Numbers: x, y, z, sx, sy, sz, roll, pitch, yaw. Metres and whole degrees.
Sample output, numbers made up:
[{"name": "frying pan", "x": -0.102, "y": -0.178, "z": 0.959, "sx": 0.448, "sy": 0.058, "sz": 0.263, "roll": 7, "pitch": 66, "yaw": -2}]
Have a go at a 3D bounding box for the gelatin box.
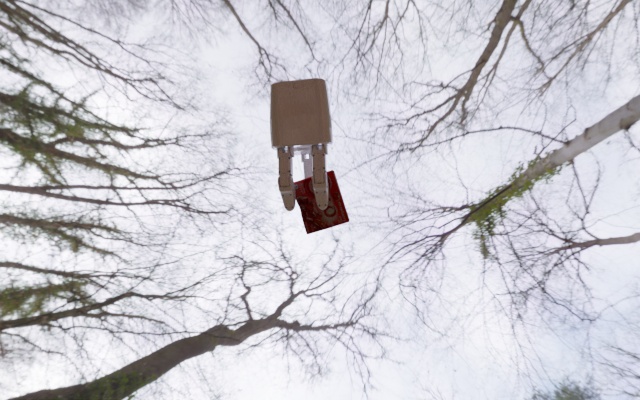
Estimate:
[{"name": "gelatin box", "x": 0.000, "y": 0.003, "z": 0.777, "sx": 0.073, "sy": 0.089, "sz": 0.030, "roll": -17, "pitch": 1, "yaw": 6}]
